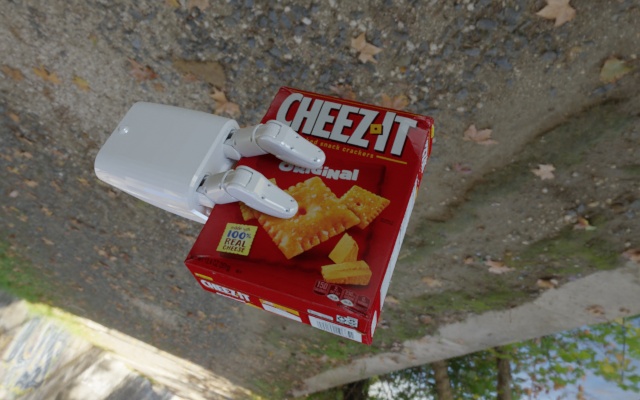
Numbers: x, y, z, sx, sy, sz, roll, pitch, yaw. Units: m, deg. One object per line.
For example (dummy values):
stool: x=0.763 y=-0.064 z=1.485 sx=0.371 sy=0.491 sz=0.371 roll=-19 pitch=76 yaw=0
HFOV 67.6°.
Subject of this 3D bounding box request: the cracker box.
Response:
cracker box: x=0.000 y=0.002 z=0.446 sx=0.164 sy=0.213 sz=0.072 roll=15 pitch=-29 yaw=14
